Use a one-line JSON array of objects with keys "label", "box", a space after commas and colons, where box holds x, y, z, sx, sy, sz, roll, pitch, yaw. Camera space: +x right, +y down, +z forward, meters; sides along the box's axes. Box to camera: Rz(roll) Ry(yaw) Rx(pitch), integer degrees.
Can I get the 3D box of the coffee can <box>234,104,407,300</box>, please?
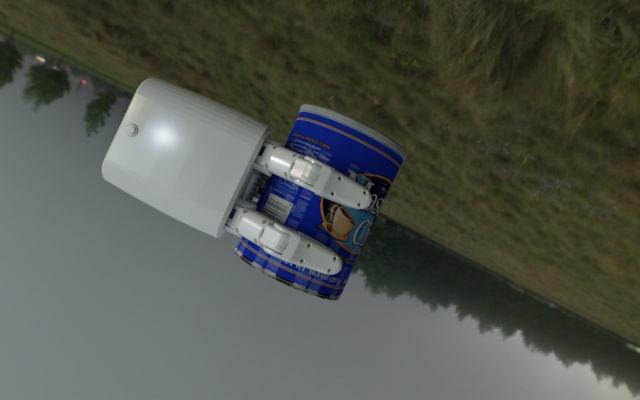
[{"label": "coffee can", "box": [0.000, 0.001, 0.422, 0.103, 0.140, 0.103, 25, 0, 0]}]
